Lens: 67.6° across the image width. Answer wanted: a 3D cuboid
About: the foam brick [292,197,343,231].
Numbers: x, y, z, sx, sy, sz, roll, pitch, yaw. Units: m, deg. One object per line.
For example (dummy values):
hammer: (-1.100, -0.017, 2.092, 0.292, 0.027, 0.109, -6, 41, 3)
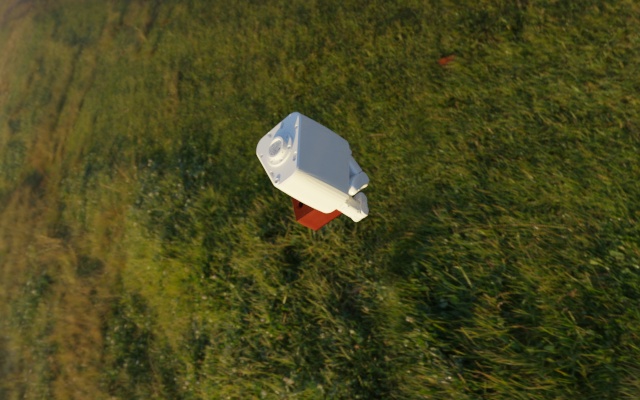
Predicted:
foam brick: (0.000, 0.003, 0.762, 0.078, 0.053, 0.051, -35, -40, 28)
